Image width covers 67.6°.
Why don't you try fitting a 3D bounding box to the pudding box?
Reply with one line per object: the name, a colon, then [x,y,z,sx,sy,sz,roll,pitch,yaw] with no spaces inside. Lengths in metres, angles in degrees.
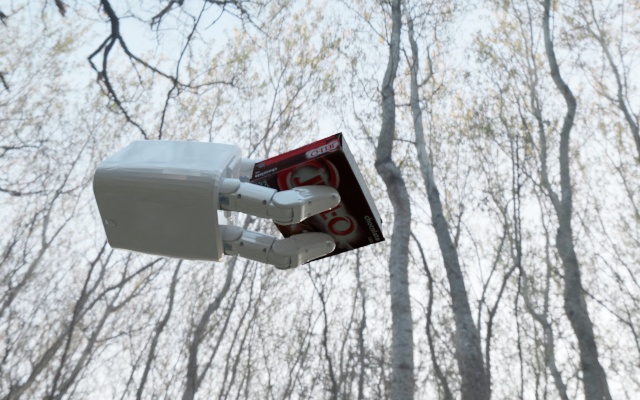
pudding box: [0.000,0.001,0.448,0.090,0.114,0.039,-18,37,17]
